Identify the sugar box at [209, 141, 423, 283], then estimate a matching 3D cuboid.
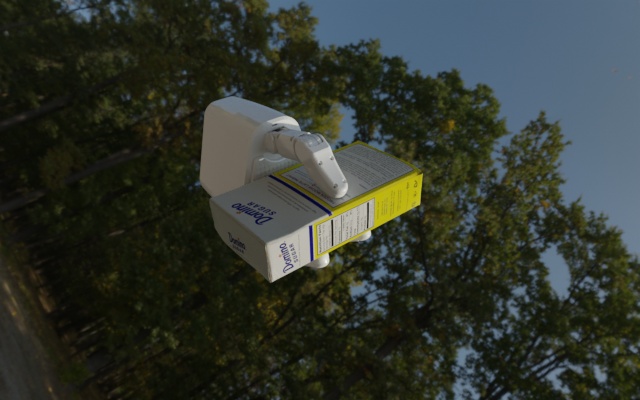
[{"bbox_3d":[0.000,0.002,0.436,0.176,0.048,0.093,-26,38,-29],"label":"sugar box"}]
